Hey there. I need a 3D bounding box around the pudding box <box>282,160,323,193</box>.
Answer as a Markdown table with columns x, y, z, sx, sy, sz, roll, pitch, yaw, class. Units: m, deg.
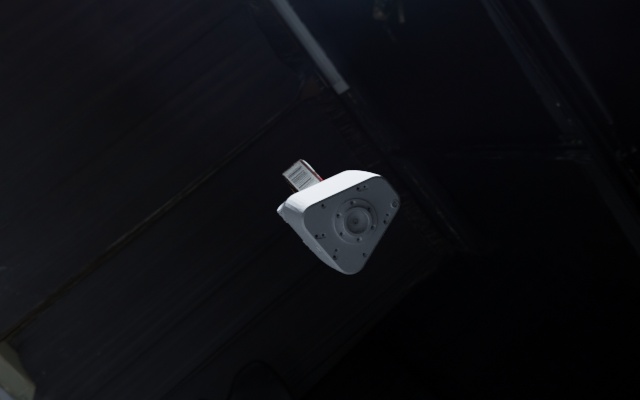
| x | y | z | sx | sy | sz | roll | pitch | yaw | class |
| --- | --- | --- | --- | --- | --- | --- | --- | --- | --- |
| 0.000 | 0.002 | 0.694 | 0.039 | 0.113 | 0.090 | -40 | -17 | -6 | pudding box |
